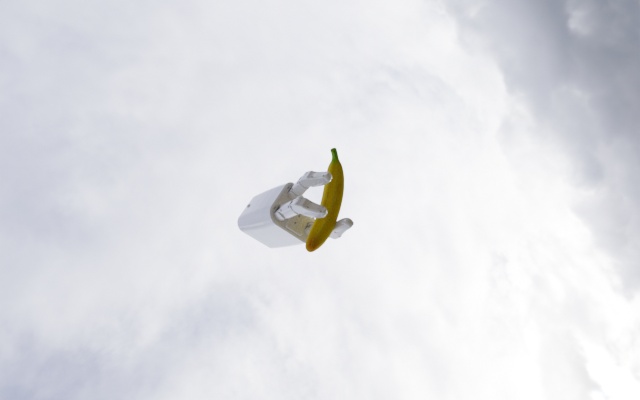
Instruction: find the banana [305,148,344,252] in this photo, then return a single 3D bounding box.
[{"bbox_3d":[0.010,0.008,0.853,0.037,0.197,0.070,-3,-26,33],"label":"banana"}]
